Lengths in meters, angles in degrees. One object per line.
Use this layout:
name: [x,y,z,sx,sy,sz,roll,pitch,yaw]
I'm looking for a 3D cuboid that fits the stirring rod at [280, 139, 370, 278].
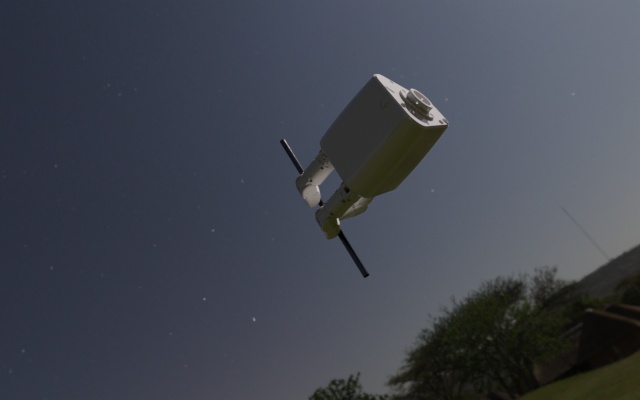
stirring rod: [0.000,0.002,0.632,0.011,0.239,0.011,-23,-31,-15]
